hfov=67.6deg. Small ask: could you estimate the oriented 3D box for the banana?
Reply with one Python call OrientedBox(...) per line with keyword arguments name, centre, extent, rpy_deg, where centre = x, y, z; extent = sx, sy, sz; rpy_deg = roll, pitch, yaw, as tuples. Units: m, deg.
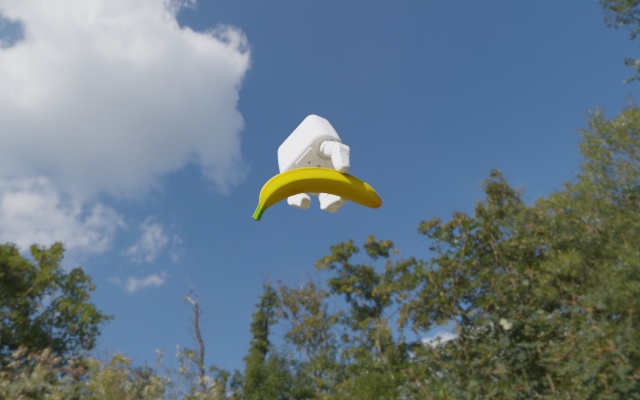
OrientedBox(name="banana", centre=(-0.003, -0.015, 0.701), extent=(0.198, 0.070, 0.037), rpy_deg=(-5, 18, -14))
